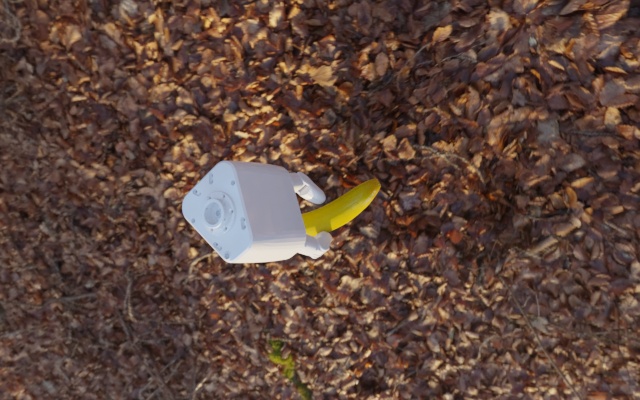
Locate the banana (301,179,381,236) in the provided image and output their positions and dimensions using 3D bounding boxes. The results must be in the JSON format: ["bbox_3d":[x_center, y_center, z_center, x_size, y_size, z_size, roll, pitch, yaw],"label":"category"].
[{"bbox_3d":[-0.003,0.020,0.694,0.198,0.069,0.037,-15,-32,30],"label":"banana"}]
